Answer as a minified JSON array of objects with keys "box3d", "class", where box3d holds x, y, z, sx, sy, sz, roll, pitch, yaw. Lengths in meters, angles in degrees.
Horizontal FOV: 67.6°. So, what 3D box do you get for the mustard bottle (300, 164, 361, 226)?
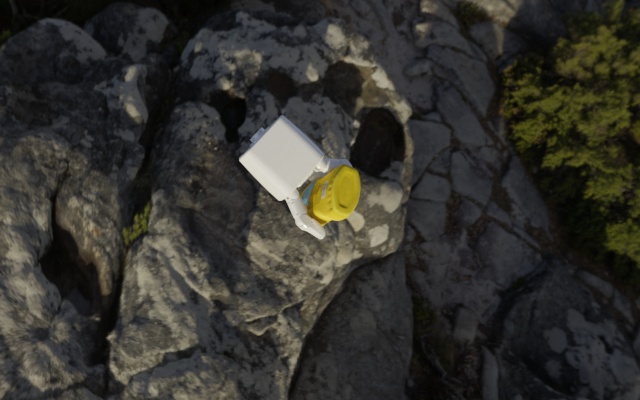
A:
[{"box3d":[0.001,0.003,0.899,0.058,0.096,0.192,20,-22,-23],"class":"mustard bottle"}]
